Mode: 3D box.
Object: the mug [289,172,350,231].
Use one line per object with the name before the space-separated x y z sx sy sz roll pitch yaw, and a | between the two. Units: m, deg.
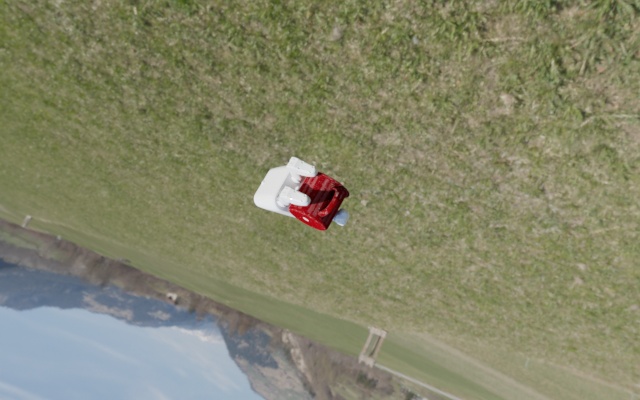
mug | 0.001 0.003 0.867 0.093 0.081 0.117 36 -15 -26
